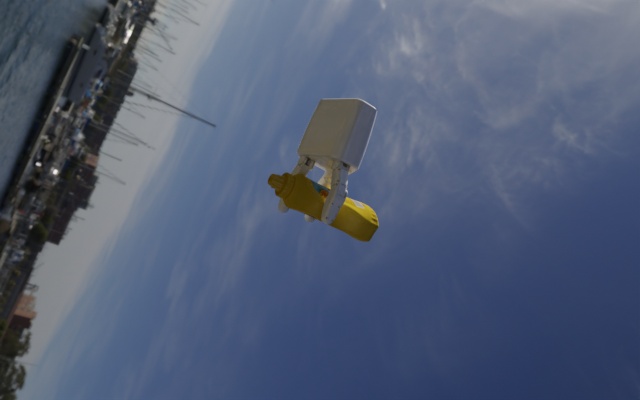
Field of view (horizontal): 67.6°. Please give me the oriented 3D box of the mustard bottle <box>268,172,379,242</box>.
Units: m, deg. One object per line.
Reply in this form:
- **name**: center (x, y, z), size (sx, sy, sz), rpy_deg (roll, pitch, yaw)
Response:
- **mustard bottle**: center (0.000, 0.003, 0.779), size (0.192, 0.058, 0.096), rpy_deg (26, 14, -26)
